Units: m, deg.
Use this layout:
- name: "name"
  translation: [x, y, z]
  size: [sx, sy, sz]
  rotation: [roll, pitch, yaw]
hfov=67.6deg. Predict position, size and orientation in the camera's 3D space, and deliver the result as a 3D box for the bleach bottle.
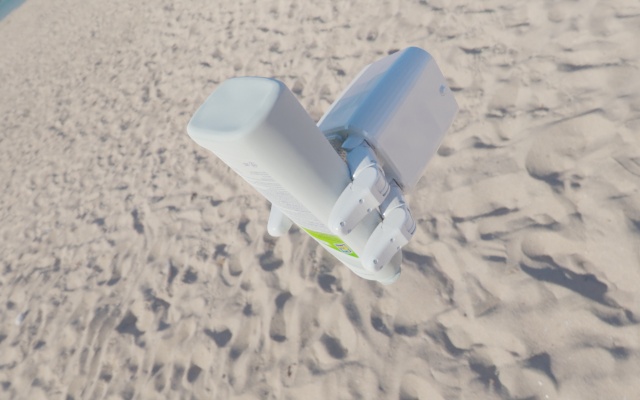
- name: "bleach bottle"
  translation: [0.000, 0.001, 0.436]
  size: [0.102, 0.068, 0.251]
  rotation: [18, -23, 49]
